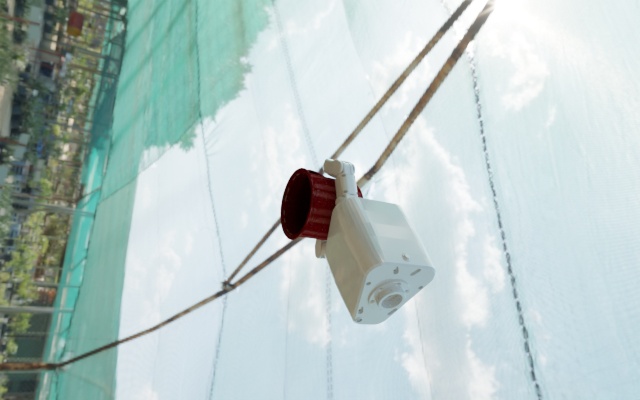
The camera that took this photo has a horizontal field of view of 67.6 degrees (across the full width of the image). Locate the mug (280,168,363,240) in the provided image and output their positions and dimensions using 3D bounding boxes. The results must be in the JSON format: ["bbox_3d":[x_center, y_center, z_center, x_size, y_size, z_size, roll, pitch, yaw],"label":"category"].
[{"bbox_3d":[0.000,0.001,0.635,0.081,0.093,0.117,10,37,-27],"label":"mug"}]
